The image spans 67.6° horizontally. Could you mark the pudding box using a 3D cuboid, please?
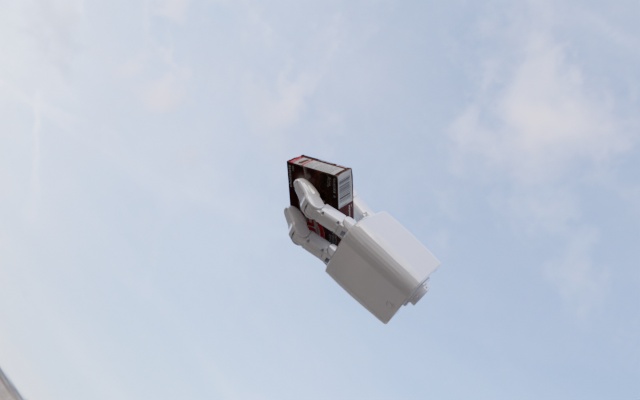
[{"bbox_3d":[0.000,0.002,0.649,0.090,0.113,0.039,18,31,36],"label":"pudding box"}]
